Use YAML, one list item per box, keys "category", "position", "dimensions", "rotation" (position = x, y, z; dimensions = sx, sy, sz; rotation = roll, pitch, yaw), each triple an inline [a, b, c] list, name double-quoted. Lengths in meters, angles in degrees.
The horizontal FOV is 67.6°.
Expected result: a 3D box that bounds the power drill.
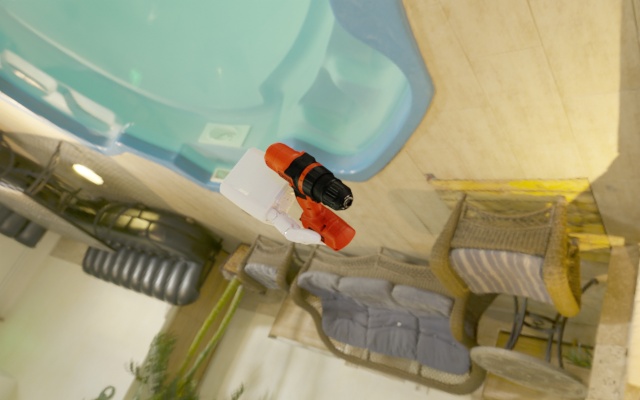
- category: "power drill"
  position: [0.000, 0.003, 0.776]
  dimensions: [0.184, 0.057, 0.188]
  rotation: [37, -19, 38]
